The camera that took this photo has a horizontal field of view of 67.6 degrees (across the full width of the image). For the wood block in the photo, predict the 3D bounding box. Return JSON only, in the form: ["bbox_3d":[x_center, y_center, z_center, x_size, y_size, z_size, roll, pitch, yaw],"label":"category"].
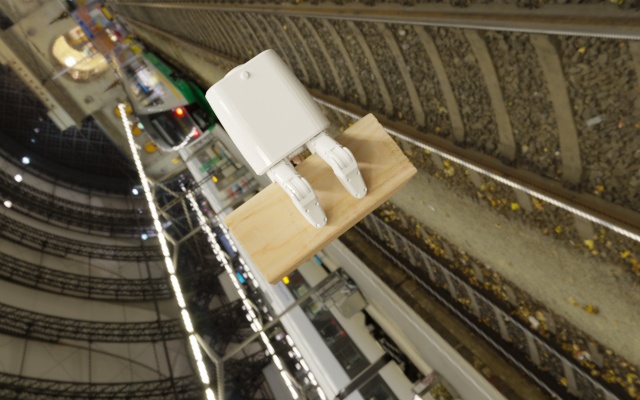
[{"bbox_3d":[0.000,0.002,0.567,0.206,0.090,0.091,-36,-7,-8],"label":"wood block"}]
